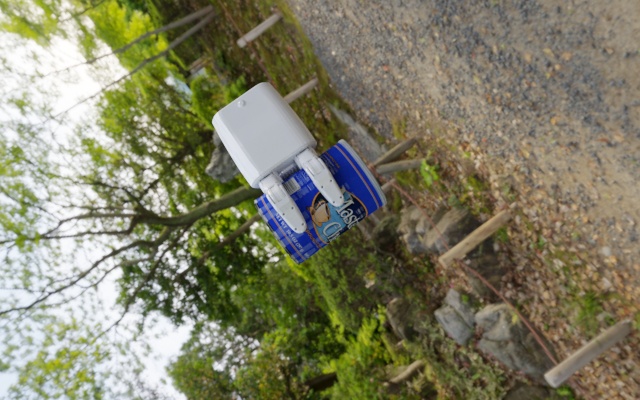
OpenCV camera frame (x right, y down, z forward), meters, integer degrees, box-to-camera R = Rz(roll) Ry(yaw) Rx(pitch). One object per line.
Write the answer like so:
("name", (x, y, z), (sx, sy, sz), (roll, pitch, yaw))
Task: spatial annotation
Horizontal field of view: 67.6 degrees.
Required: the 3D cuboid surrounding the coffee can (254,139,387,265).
("coffee can", (0.000, 0.002, 0.621), (0.140, 0.103, 0.103), (-35, 1, -1))
